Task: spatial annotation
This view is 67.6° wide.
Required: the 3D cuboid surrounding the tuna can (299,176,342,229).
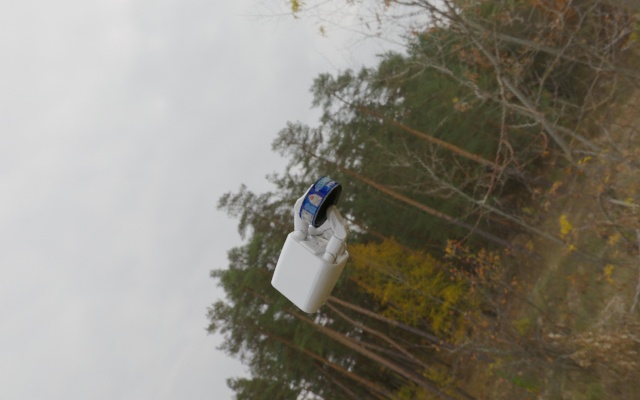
[{"bbox_3d":[0.000,0.002,0.812,0.033,0.086,0.086,31,9,15],"label":"tuna can"}]
